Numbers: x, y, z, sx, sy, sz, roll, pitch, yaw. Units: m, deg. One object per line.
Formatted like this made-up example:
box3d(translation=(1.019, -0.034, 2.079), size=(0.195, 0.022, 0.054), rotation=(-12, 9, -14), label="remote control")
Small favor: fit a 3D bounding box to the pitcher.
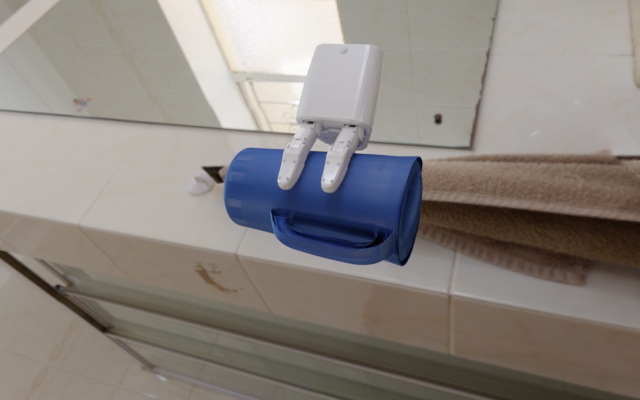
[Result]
box3d(translation=(0.000, 0.002, 0.601), size=(0.243, 0.145, 0.149), rotation=(8, -10, 21), label="pitcher")
